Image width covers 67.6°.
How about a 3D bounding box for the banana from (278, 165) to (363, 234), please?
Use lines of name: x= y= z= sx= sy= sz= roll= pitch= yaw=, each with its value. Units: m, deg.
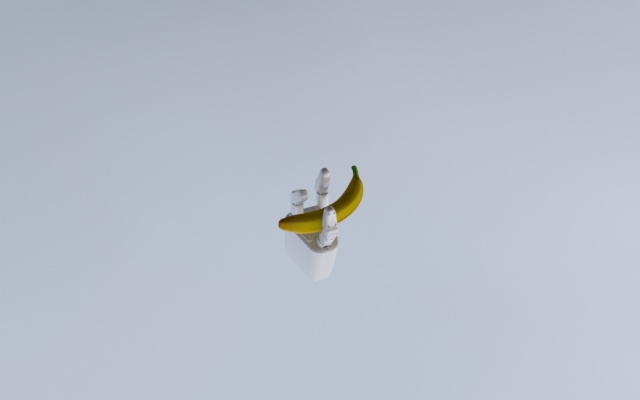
banana: x=0.015 y=0.014 z=0.859 sx=0.197 sy=0.069 sz=0.037 roll=-37 pitch=-18 yaw=-28
